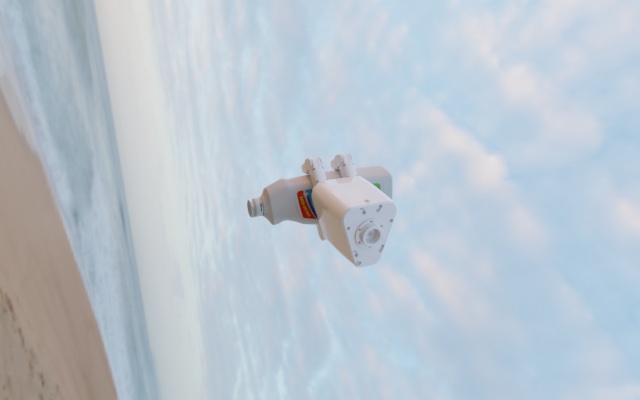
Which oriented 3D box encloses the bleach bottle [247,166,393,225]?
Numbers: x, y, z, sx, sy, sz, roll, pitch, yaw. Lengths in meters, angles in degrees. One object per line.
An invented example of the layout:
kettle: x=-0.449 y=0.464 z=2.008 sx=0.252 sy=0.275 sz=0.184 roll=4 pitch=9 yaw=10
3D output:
bleach bottle: x=0.000 y=0.003 z=0.819 sx=0.251 sy=0.103 sz=0.068 roll=-9 pitch=25 yaw=-22
